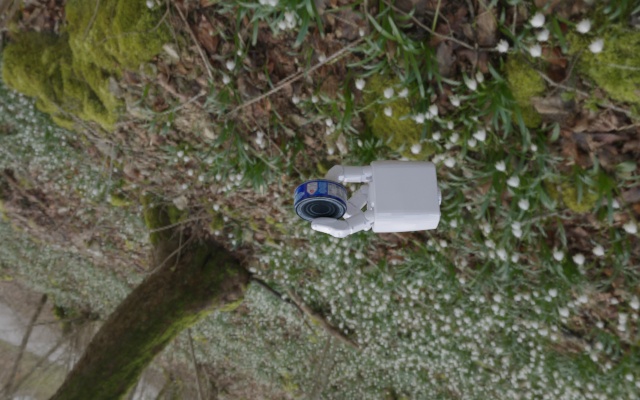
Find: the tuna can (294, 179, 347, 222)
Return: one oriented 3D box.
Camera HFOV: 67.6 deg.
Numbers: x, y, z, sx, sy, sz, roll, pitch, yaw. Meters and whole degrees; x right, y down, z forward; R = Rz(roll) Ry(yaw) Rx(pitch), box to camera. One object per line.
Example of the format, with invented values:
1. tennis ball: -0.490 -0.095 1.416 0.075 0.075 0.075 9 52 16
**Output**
1. tuna can: 0.000 0.003 0.766 0.086 0.033 0.086 1 -31 1
